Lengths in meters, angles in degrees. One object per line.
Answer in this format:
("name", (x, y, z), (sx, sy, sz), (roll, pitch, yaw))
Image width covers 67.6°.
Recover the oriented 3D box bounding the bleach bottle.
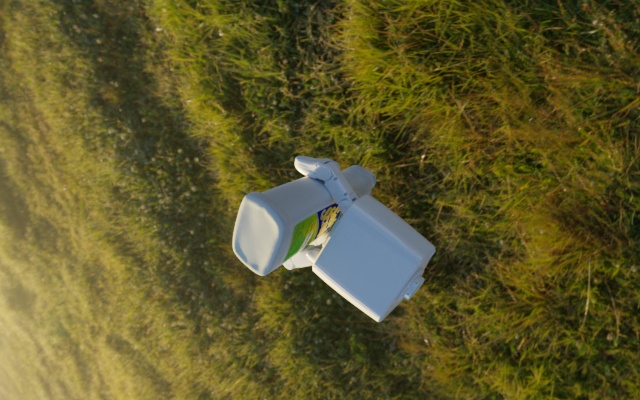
("bleach bottle", (0.000, 0.002, 0.626), (0.068, 0.103, 0.250), (38, 39, 20))
